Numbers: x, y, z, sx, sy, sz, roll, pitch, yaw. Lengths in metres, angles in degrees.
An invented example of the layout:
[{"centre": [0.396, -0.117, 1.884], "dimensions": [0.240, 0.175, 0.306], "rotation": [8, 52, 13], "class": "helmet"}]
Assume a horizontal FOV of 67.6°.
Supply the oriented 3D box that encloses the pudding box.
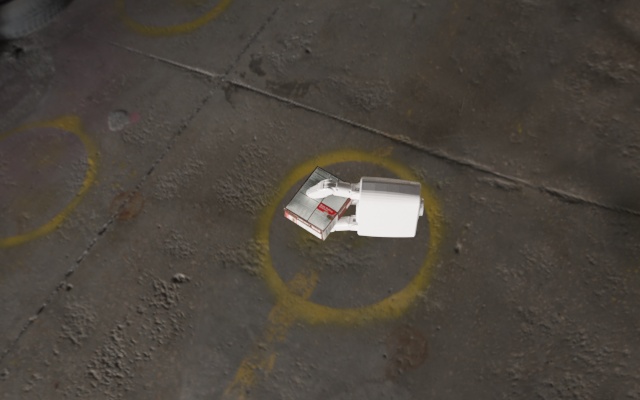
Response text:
[{"centre": [0.000, 0.003, 0.886], "dimensions": [0.090, 0.113, 0.039], "rotation": [31, -24, 17], "class": "pudding box"}]
